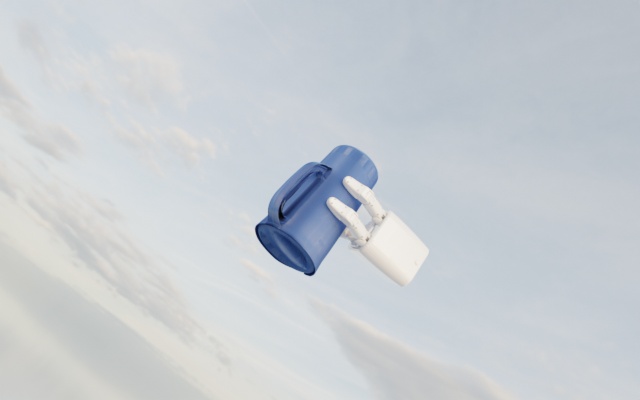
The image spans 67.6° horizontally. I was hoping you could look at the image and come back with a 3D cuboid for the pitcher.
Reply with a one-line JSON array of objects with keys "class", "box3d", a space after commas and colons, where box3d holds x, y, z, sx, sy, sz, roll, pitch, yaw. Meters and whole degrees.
[{"class": "pitcher", "box3d": [0.000, 0.003, 0.873, 0.145, 0.242, 0.149, 42, -28, -4]}]
